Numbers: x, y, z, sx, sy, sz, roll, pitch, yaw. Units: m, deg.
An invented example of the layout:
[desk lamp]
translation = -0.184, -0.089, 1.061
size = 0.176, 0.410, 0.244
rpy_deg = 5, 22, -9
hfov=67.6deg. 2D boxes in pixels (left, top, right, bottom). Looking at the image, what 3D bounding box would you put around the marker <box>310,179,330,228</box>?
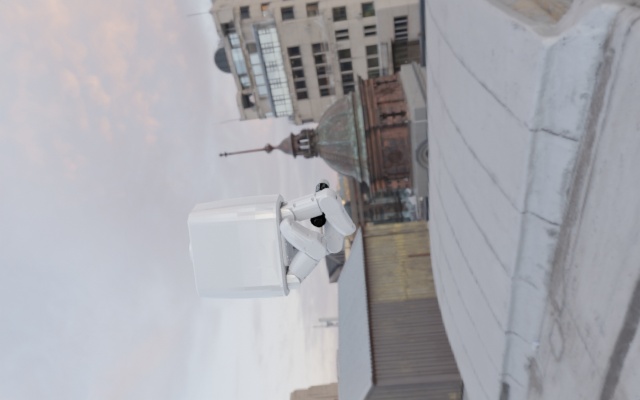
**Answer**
[marker]
translation = 0.000, 0.002, 0.599
size = 0.020, 0.020, 0.121
rpy_deg = 0, 23, 3
